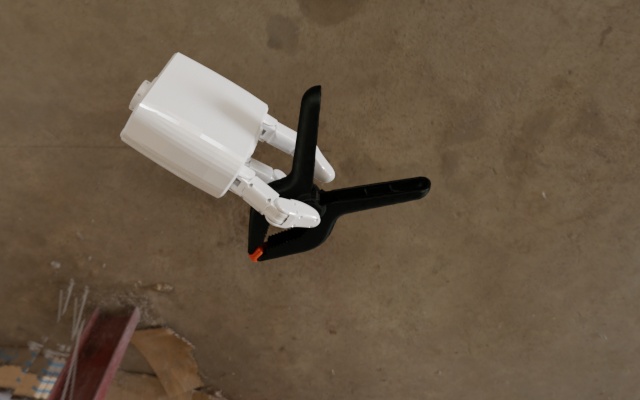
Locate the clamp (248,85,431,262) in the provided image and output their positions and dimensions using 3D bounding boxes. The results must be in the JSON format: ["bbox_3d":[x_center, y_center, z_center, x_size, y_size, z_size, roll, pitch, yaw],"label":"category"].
[{"bbox_3d":[0.000,0.002,0.507,0.164,0.210,0.036,31,30,-18],"label":"clamp"}]
